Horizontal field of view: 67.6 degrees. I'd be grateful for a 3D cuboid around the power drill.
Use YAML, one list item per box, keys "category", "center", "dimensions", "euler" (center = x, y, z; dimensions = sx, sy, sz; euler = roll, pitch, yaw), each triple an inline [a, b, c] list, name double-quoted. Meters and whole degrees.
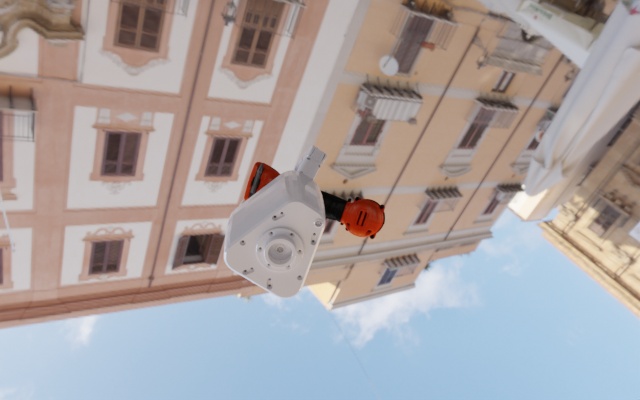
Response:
- category: "power drill"
  center: [0.000, 0.002, 0.671]
  dimensions: [0.187, 0.057, 0.184]
  euler: [17, -1, 8]
